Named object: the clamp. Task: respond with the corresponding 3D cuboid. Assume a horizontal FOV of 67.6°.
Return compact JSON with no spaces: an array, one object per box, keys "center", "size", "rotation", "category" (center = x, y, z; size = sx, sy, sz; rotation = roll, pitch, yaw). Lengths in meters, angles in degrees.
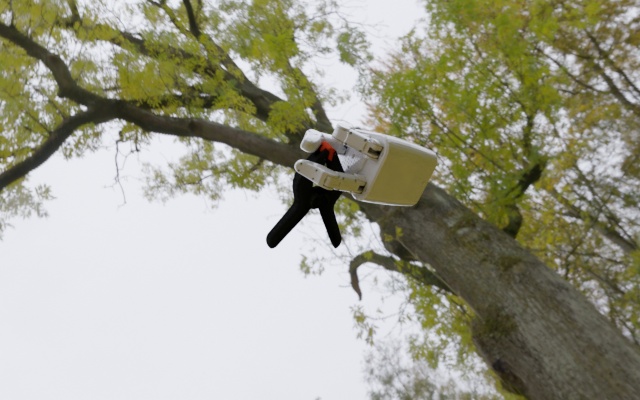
[{"center":[0.000,0.002,0.694],"size":[0.120,0.171,0.039],"rotation":[9,25,-35],"category":"clamp"}]
